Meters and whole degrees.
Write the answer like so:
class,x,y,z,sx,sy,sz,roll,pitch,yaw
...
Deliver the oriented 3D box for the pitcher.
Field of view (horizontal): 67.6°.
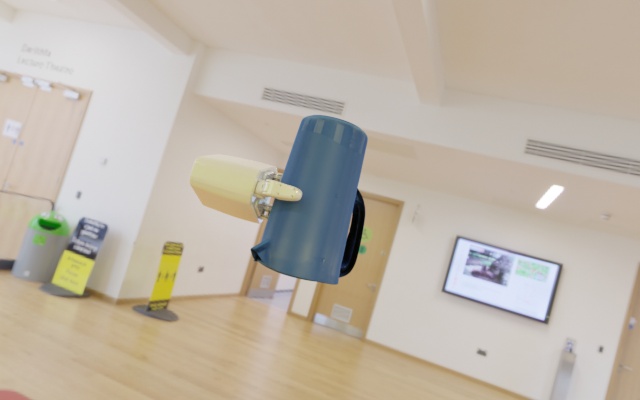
class,x,y,z,sx,sy,sz,roll,pitch,yaw
pitcher,0.000,0.002,0.738,0.145,0.243,0.149,15,-5,10
